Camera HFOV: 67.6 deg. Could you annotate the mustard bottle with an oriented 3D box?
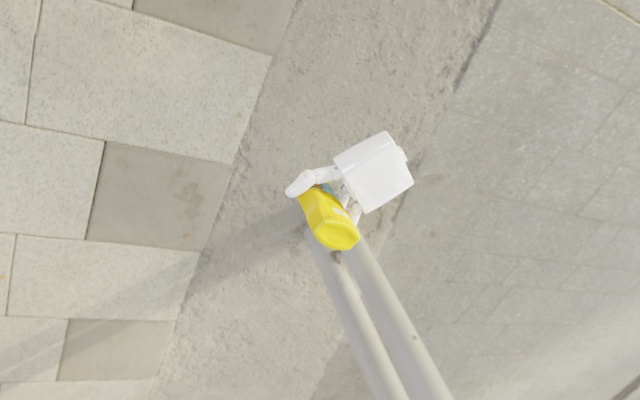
[{"bbox_3d":[0.000,0.003,0.866,0.096,0.058,0.191,26,24,-37],"label":"mustard bottle"}]
